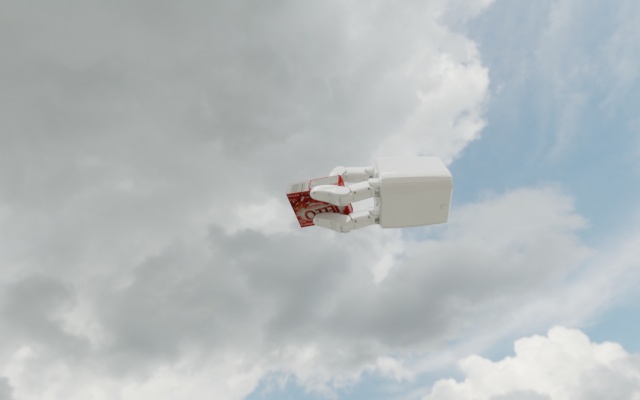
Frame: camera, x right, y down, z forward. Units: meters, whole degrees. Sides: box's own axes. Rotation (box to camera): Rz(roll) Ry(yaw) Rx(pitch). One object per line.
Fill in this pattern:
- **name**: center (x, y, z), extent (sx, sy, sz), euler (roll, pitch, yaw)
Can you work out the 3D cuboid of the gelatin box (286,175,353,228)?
- **gelatin box**: center (0.000, 0.002, 0.747), extent (0.089, 0.073, 0.030), euler (-10, 39, 15)
